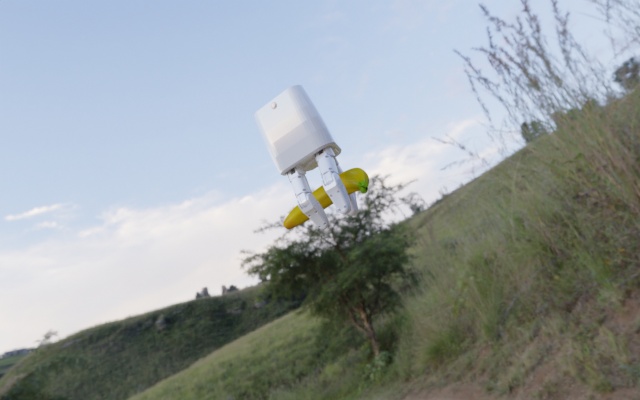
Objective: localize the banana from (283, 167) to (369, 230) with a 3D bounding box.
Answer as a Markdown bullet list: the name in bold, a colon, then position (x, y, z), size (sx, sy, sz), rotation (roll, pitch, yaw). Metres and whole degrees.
- **banana**: position (0.012, -0.008, 0.744), size (0.198, 0.037, 0.069), rotation (-30, 8, 46)
